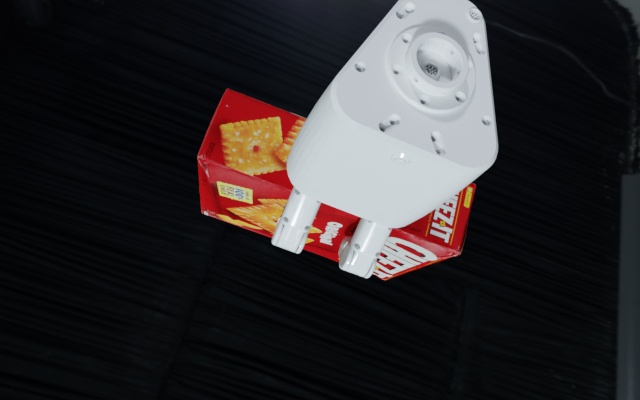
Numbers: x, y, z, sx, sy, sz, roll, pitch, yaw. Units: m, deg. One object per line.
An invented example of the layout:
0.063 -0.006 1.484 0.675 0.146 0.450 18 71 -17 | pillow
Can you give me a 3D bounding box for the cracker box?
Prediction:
0.000 0.001 0.435 0.214 0.072 0.164 21 -19 -7 | cracker box
